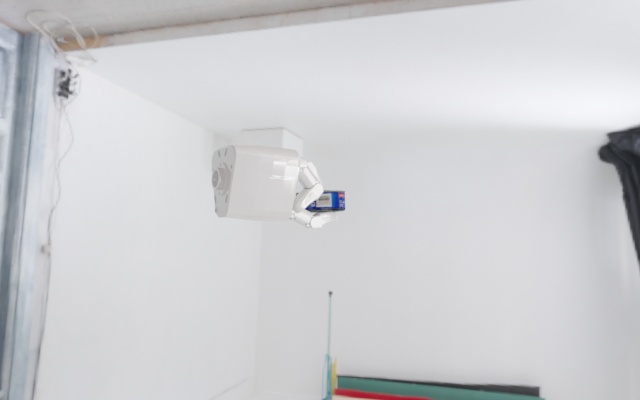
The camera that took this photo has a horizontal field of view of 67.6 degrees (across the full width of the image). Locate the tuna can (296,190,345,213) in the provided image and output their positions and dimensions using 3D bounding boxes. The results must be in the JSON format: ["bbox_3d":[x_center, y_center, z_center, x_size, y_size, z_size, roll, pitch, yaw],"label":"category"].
[{"bbox_3d":[0.000,0.003,0.815,0.086,0.034,0.086,-2,-4,0],"label":"tuna can"}]
